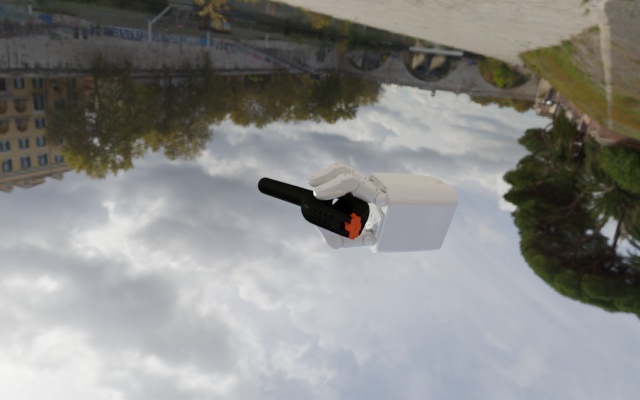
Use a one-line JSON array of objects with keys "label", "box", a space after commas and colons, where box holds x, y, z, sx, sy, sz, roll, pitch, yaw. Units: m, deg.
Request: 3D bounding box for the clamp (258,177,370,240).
[{"label": "clamp", "box": [0.000, 0.003, 0.677, 0.164, 0.036, 0.210, 0, 19, -13]}]
